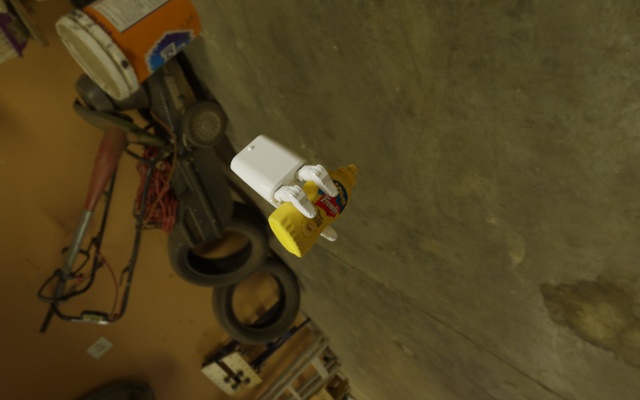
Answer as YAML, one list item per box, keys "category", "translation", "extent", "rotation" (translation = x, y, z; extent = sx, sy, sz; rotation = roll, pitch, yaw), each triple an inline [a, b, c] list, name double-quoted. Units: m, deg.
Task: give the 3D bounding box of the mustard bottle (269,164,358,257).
- category: "mustard bottle"
  translation: [0.000, 0.003, 0.845]
  extent: [0.191, 0.096, 0.058]
  rotation: [-46, 39, -21]
